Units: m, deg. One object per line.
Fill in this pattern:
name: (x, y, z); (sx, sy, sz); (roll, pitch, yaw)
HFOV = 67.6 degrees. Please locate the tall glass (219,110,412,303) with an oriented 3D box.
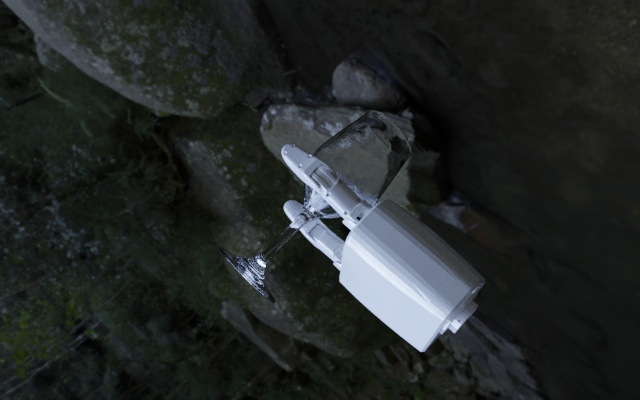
tall glass: (-0.001, 0.002, 0.466); (0.079, 0.201, 0.079); (43, -9, 8)
